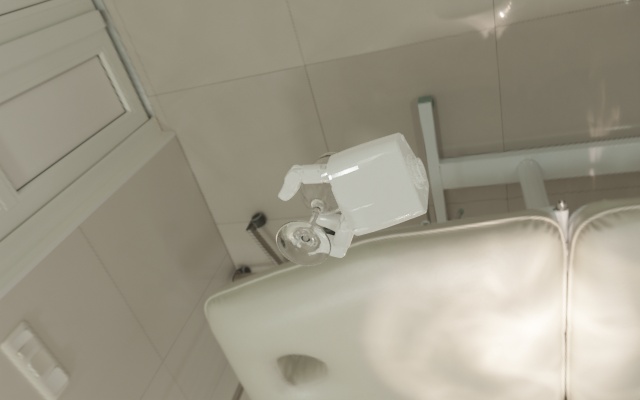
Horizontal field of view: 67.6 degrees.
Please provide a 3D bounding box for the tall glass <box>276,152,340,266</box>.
[{"bbox_3d":[0.000,0.003,0.700,0.079,0.079,0.201,0,33,15],"label":"tall glass"}]
